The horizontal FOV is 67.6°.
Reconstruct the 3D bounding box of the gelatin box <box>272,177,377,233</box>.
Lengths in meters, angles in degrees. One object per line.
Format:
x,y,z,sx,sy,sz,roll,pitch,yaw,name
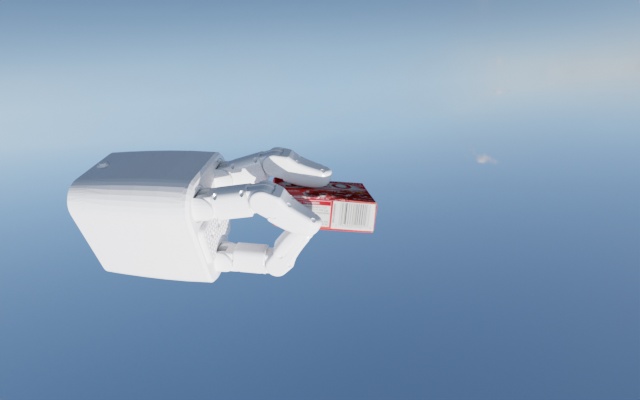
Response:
0.000,0.002,0.430,0.089,0.030,0.073,4,14,-6,gelatin box
